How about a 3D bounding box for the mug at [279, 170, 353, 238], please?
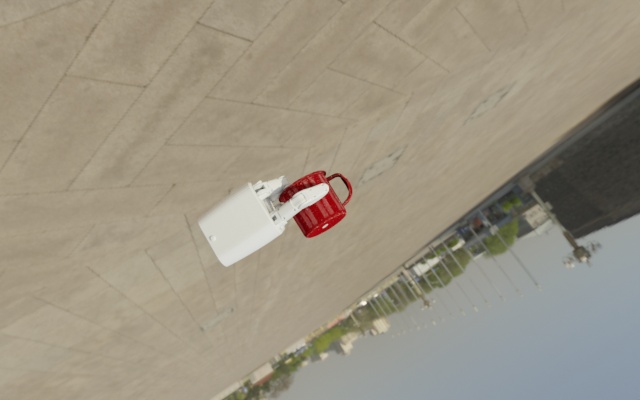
[{"bbox_3d":[0.001,0.002,0.794,0.117,0.081,0.093,-33,-13,4],"label":"mug"}]
